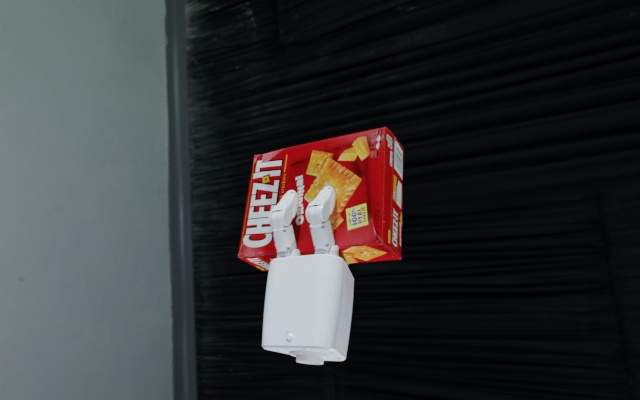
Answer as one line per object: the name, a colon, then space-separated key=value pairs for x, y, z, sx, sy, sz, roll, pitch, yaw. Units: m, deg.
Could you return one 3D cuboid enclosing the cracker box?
cracker box: x=0.000 y=0.002 z=0.645 sx=0.214 sy=0.164 sz=0.072 roll=-8 pitch=-28 yaw=28
